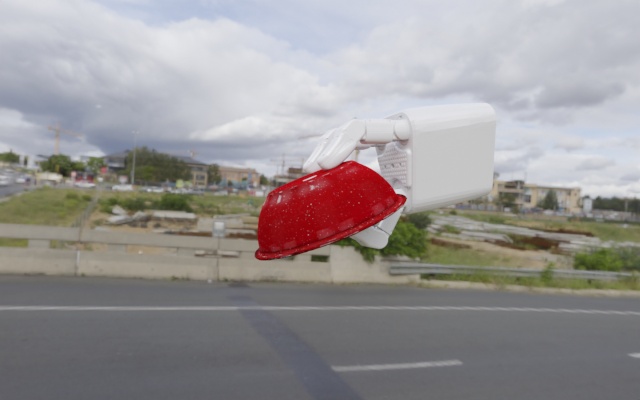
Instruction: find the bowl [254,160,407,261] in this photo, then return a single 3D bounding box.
[{"bbox_3d":[-0.001,0.002,0.473,0.162,0.055,0.162,-21,7,3],"label":"bowl"}]
